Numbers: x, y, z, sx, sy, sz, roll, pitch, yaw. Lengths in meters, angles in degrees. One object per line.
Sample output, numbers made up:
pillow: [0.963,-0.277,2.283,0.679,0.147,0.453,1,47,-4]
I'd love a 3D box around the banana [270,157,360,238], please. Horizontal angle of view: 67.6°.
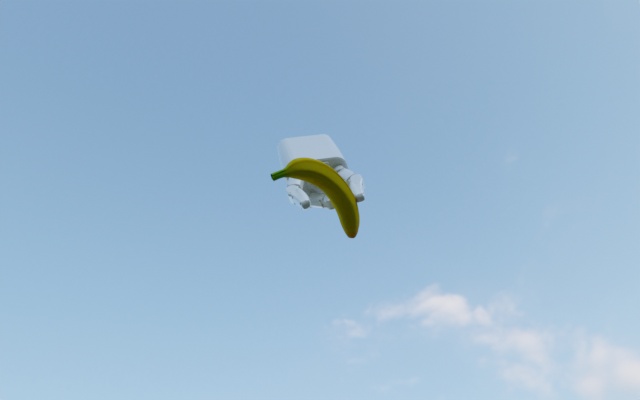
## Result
banana: [0.011,-0.011,0.748,0.198,0.069,0.037,39,16,-33]
